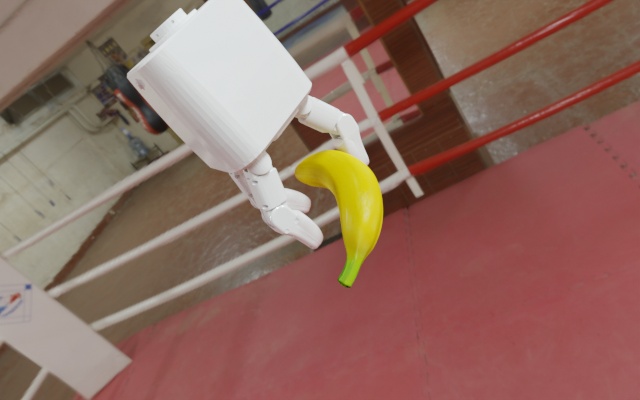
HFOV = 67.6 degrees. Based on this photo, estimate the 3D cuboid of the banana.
[{"bbox_3d":[0.015,-0.009,0.421,0.037,0.069,0.197,43,11,-27],"label":"banana"}]
